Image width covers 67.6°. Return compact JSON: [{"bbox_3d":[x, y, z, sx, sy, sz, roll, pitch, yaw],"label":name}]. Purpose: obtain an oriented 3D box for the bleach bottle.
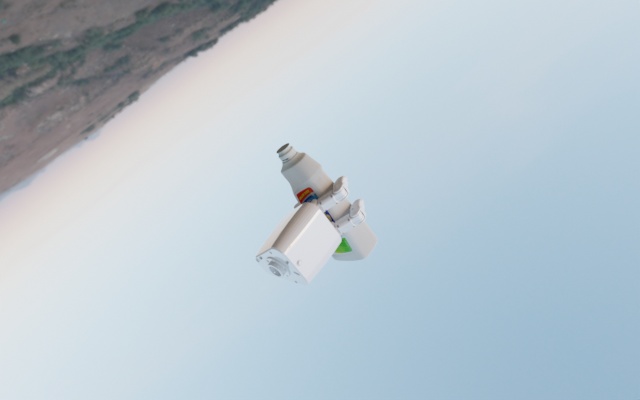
[{"bbox_3d":[0.000,0.003,0.871,0.102,0.251,0.068,-7,37,50],"label":"bleach bottle"}]
